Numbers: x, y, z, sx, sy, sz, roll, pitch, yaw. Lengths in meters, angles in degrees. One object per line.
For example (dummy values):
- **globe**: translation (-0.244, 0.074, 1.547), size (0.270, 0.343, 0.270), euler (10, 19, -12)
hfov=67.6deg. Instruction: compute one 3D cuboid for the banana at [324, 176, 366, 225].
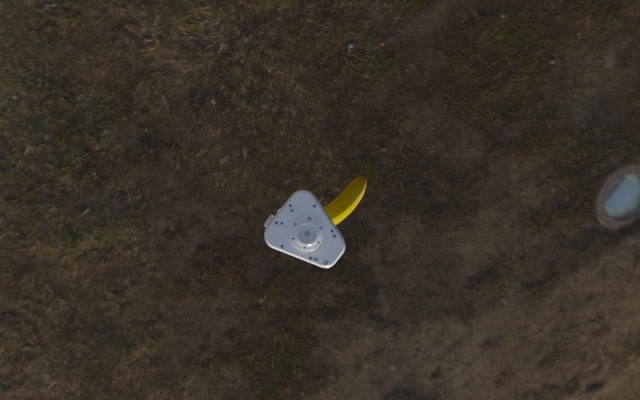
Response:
- **banana**: translation (0.005, 0.020, 0.857), size (0.198, 0.069, 0.037), euler (-24, -20, -7)
